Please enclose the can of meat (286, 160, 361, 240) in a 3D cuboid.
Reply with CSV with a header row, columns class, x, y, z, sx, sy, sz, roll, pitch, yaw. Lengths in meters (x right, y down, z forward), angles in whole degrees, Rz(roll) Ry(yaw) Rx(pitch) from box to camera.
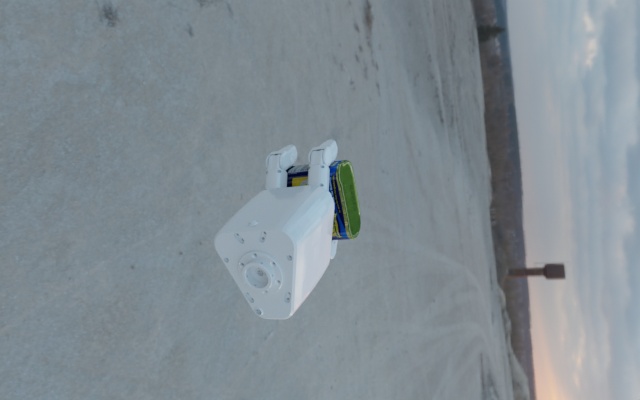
class,x,y,z,sx,sy,sz,roll,pitch,yaw
can of meat,0.000,0.002,0.599,0.084,0.102,0.057,-5,16,23
